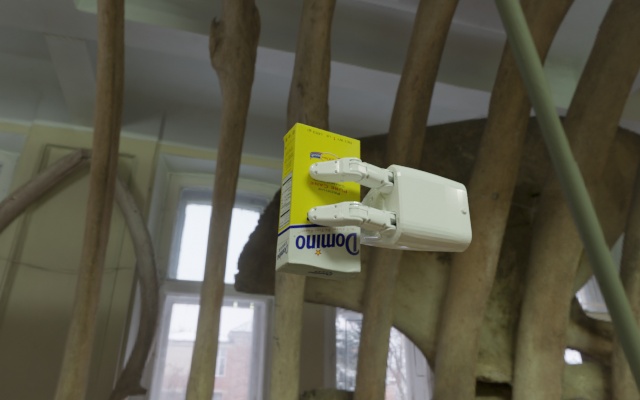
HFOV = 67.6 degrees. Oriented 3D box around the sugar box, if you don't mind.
[{"bbox_3d":[0.000,0.002,0.572,0.093,0.176,0.048,11,-27,-24],"label":"sugar box"}]
